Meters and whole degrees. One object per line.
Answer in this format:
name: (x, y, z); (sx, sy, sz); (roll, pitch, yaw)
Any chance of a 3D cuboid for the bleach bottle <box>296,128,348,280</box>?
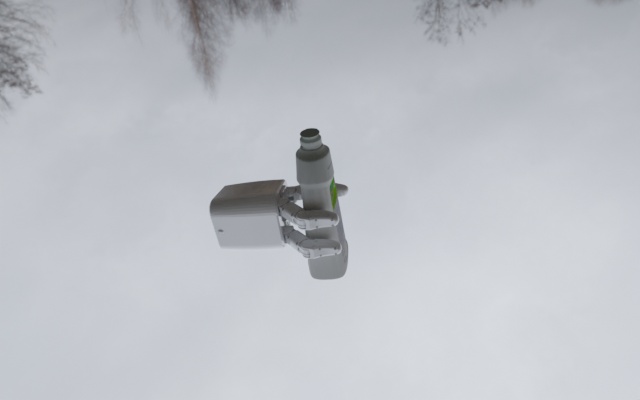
bleach bottle: (0.000, 0.003, 0.742); (0.068, 0.251, 0.102); (-4, 35, 6)
